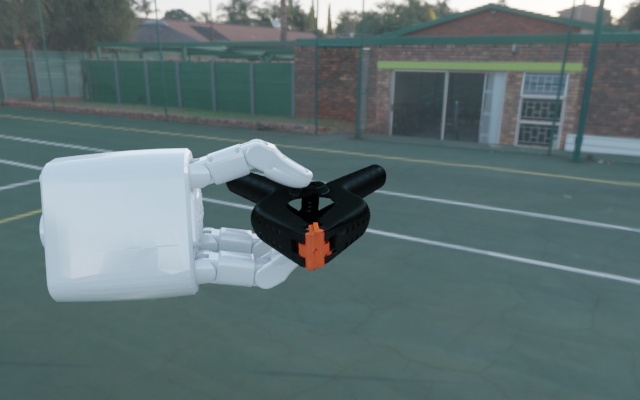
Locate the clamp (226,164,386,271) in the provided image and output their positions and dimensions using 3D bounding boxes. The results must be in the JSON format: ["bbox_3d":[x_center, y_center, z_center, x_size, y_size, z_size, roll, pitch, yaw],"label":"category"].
[{"bbox_3d":[0.000,0.001,0.415,0.164,0.036,0.210,-5,18,-9],"label":"clamp"}]
